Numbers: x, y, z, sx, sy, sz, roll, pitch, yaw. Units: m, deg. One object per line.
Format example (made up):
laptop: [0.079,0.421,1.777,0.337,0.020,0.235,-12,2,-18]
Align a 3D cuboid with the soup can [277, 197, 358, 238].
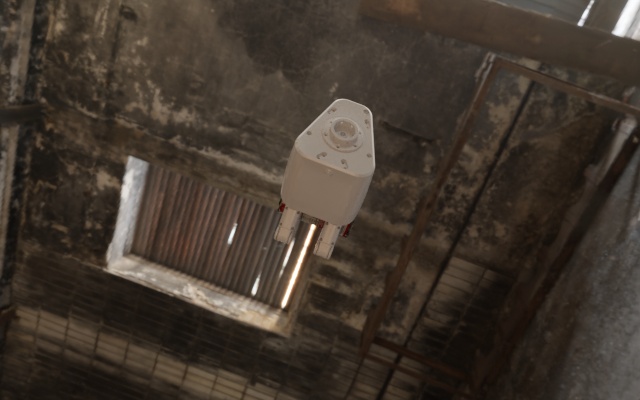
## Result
soup can: [0.000,0.002,0.648,0.102,0.068,0.068,21,0,1]
